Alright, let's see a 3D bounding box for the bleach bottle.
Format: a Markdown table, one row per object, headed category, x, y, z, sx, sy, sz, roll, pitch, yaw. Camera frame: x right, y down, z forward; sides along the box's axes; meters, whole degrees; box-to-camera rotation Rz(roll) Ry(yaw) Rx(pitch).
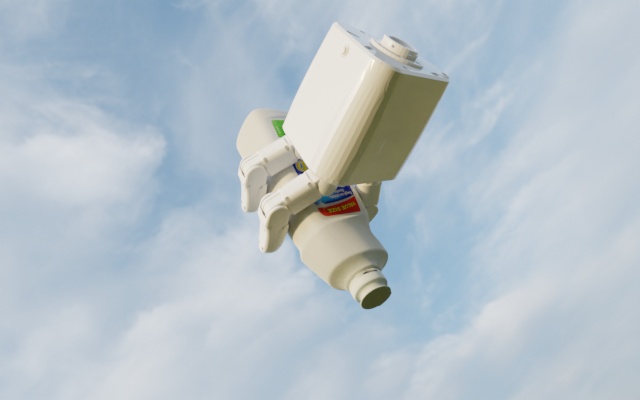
| category | x | y | z | sx | sy | sz | roll | pitch | yaw |
| --- | --- | --- | --- | --- | --- | --- | --- | --- | --- |
| bleach bottle | 0.000 | 0.002 | 0.471 | 0.102 | 0.068 | 0.250 | 7 | 34 | -36 |
